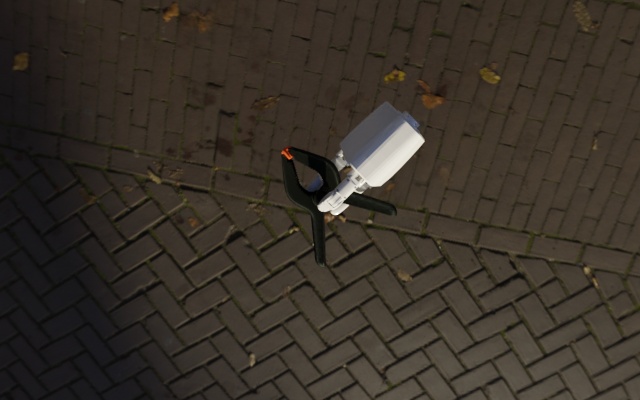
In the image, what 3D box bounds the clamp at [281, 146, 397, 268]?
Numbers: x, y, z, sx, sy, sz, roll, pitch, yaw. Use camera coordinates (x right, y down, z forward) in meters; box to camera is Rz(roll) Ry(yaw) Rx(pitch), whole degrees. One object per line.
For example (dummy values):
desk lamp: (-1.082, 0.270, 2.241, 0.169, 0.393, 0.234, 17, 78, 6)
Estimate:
clamp: (0.000, 0.002, 0.795, 0.164, 0.210, 0.036, -44, 9, 11)
